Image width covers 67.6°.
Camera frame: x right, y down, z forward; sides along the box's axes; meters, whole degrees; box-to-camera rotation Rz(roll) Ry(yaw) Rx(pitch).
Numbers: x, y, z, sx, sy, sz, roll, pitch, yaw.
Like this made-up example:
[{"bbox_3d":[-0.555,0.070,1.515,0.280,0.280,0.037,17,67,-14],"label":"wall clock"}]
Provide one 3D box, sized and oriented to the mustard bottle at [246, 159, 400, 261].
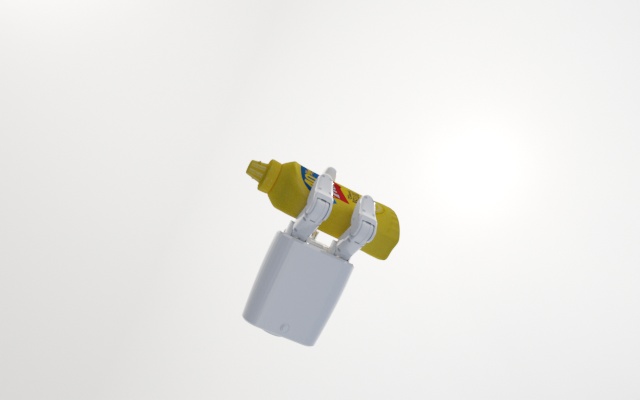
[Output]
[{"bbox_3d":[0.000,0.002,0.573,0.191,0.058,0.096,26,22,-14],"label":"mustard bottle"}]
